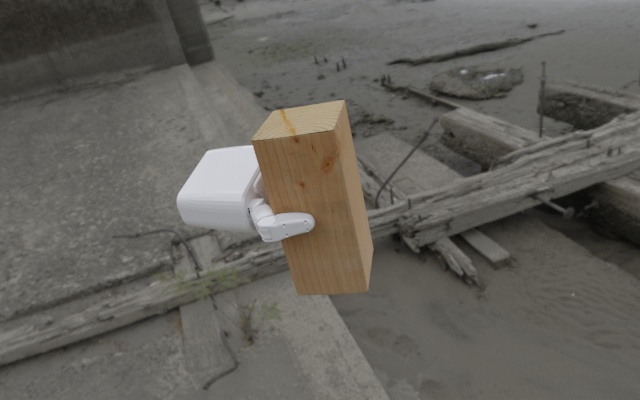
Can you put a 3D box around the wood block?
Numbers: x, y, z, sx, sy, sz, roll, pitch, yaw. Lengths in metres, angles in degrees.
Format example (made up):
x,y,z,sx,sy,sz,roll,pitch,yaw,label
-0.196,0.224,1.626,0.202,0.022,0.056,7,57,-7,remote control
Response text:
x,y,z,sx,sy,sz,roll,pitch,yaw,label
0.000,0.002,0.557,0.090,0.206,0.090,-5,29,15,wood block
